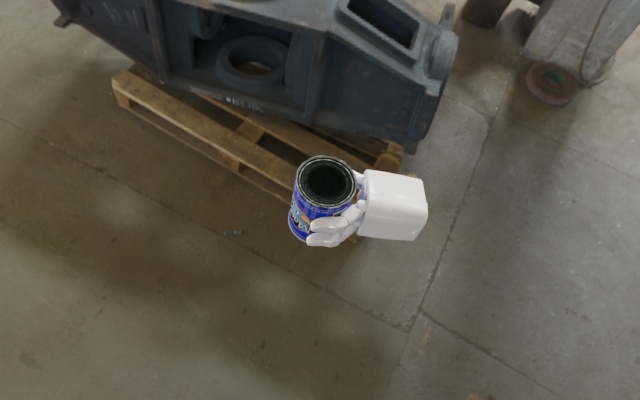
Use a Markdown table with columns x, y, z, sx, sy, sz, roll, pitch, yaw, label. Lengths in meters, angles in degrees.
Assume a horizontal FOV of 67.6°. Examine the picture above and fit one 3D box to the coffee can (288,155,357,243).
| x | y | z | sx | sy | sz | roll | pitch | yaw | label |
| --- | --- | --- | --- | --- | --- | --- | --- | --- | --- |
| 0.000 | 0.003 | 0.839 | 0.103 | 0.102 | 0.140 | 0 | -30 | -9 | coffee can |
